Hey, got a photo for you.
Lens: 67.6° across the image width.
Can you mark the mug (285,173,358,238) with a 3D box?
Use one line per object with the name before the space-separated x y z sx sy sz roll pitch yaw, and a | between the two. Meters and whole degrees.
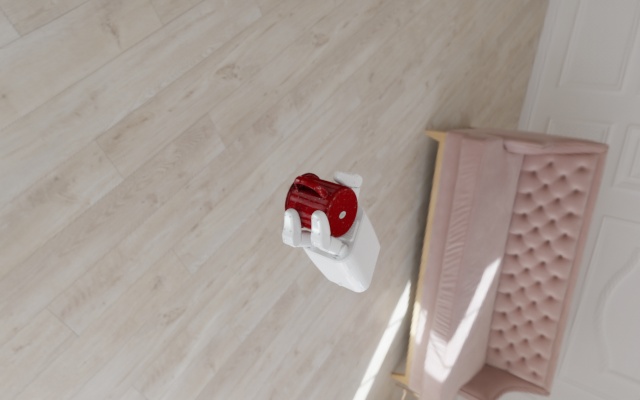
mug | 0.000 0.002 0.740 0.081 0.093 0.117 17 -28 37
